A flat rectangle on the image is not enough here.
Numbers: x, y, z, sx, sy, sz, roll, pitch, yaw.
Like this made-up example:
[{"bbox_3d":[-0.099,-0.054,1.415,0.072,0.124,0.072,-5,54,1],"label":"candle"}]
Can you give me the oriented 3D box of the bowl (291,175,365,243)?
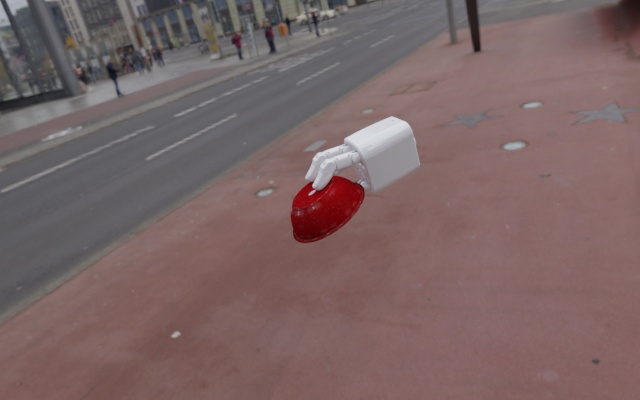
[{"bbox_3d":[-0.001,0.003,0.884,0.162,0.055,0.162,-31,25,16],"label":"bowl"}]
